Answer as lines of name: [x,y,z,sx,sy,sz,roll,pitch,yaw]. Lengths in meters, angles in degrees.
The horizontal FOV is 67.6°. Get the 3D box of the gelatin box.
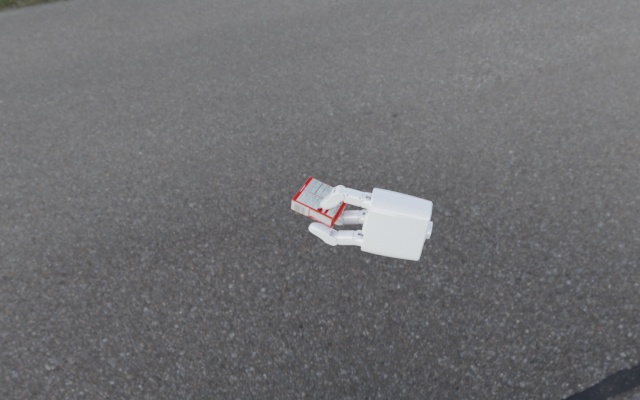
gelatin box: [0.000,0.002,0.896,0.089,0.030,0.073,25,50,12]
